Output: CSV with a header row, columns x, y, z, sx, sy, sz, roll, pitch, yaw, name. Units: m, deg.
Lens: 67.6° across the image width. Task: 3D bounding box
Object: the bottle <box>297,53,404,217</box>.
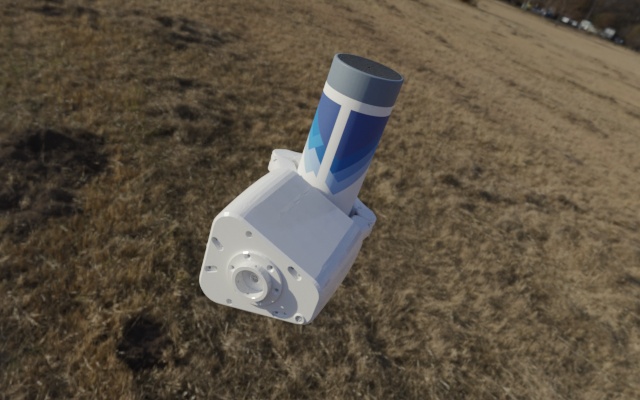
x,y,z,sx,sy,sz,roll,pitch,yaw,name
0.000,0.001,0.499,0.069,0.296,0.069,15,28,-9,bottle
